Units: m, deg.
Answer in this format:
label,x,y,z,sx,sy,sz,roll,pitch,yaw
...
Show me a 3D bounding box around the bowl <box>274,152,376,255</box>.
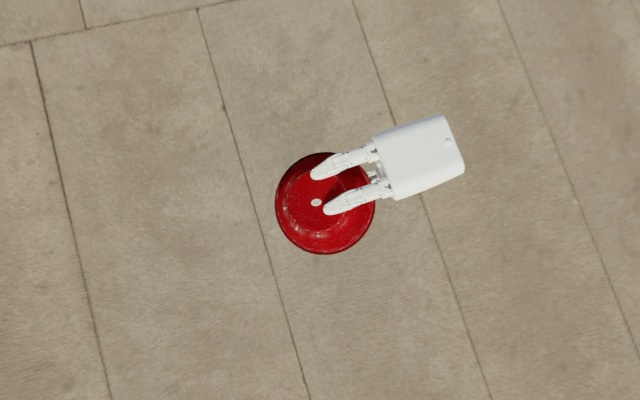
label,x,y,z,sx,sy,sz,roll,pitch,yaw
bowl,-0.001,0.003,0.720,0.162,0.162,0.055,0,-4,12
